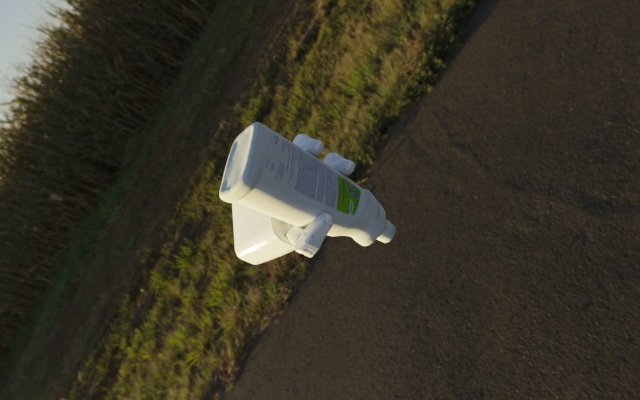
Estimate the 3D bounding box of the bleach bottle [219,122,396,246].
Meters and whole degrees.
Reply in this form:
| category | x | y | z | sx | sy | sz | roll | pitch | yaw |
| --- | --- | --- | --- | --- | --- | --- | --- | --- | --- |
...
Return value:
| category | x | y | z | sx | sy | sz | roll | pitch | yaw |
| --- | --- | --- | --- | --- | --- | --- | --- | --- | --- |
| bleach bottle | 0.000 | 0.002 | 0.614 | 0.251 | 0.102 | 0.068 | 29 | -38 | -30 |
